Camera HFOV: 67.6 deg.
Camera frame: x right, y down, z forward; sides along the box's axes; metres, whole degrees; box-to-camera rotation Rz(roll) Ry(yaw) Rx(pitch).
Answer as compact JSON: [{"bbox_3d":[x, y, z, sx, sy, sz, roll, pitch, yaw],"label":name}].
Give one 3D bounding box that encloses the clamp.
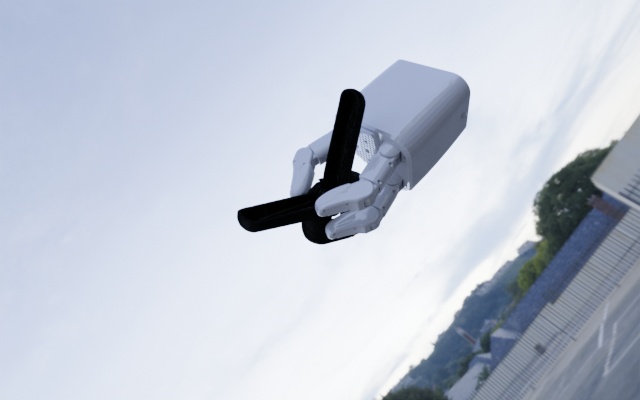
[{"bbox_3d":[0.000,0.001,0.508,0.036,0.164,0.210,38,-15,27],"label":"clamp"}]
